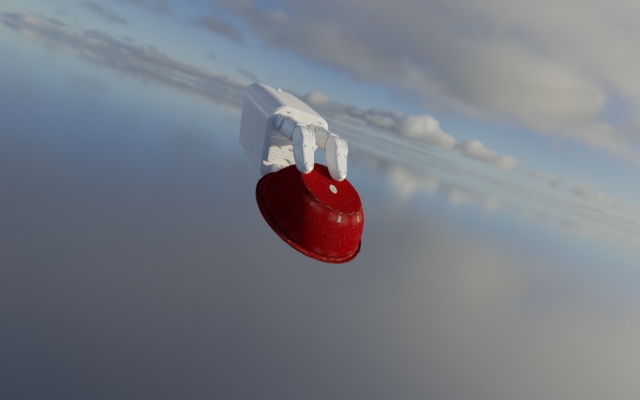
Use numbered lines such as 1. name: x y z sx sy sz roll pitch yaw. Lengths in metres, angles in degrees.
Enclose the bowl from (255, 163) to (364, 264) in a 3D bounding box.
1. bowl: 0.001 0.003 0.612 0.162 0.162 0.055 0 -43 -47
